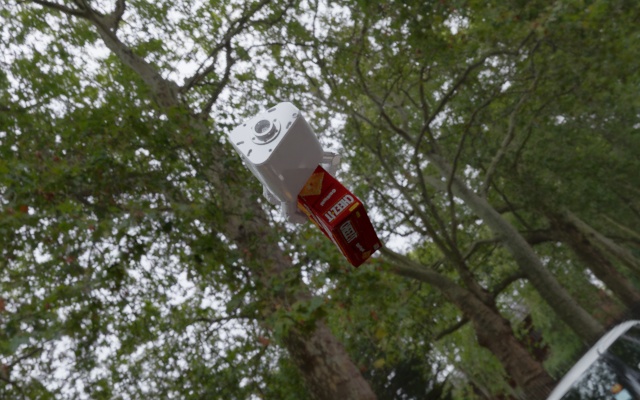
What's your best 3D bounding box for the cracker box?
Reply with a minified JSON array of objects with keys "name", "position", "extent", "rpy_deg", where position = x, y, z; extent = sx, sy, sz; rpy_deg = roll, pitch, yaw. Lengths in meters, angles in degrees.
[{"name":"cracker box","position":[0.000,0.003,0.839],"extent":[0.213,0.072,0.164],"rpy_deg":[45,-7,34]}]
